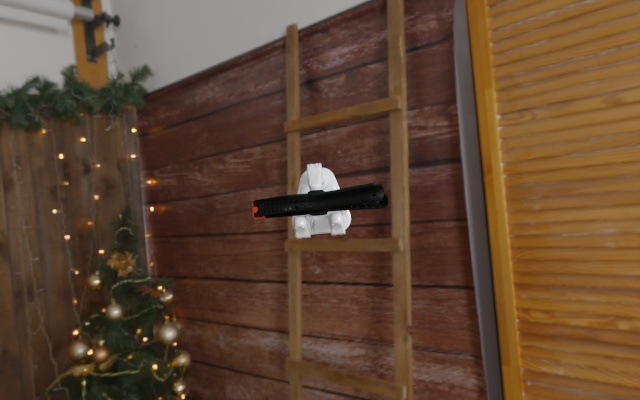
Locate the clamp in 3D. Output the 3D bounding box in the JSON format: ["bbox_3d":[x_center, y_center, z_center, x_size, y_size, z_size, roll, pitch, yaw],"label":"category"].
[{"bbox_3d":[0.000,0.002,0.696,0.210,0.036,0.164,-5,-7,3],"label":"clamp"}]
